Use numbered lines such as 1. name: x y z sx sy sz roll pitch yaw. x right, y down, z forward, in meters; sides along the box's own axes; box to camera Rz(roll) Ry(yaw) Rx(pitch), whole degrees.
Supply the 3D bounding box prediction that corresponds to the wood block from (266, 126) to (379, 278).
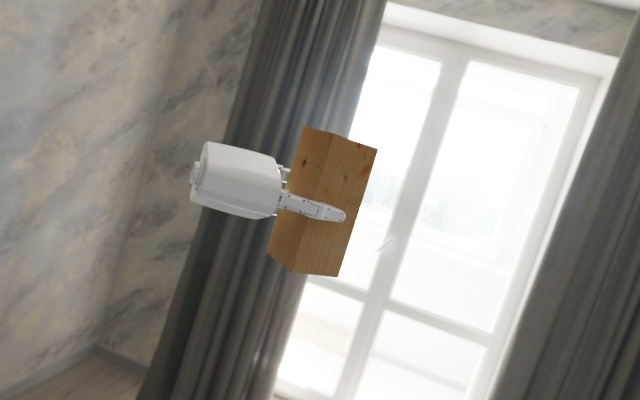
1. wood block: 0.000 0.002 0.730 0.090 0.206 0.091 13 7 -34
